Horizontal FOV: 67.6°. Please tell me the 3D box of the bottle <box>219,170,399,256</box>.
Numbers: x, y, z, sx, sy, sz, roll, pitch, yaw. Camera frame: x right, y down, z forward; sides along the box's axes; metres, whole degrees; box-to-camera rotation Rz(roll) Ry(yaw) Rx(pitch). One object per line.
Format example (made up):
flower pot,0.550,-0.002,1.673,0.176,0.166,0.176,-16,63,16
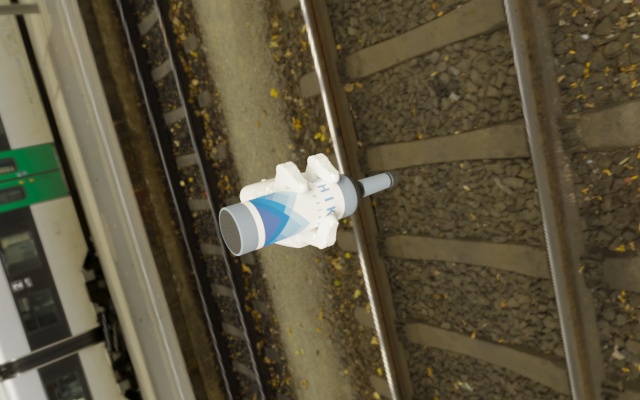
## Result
bottle,0.000,0.002,0.704,0.295,0.069,0.069,-18,10,-32
